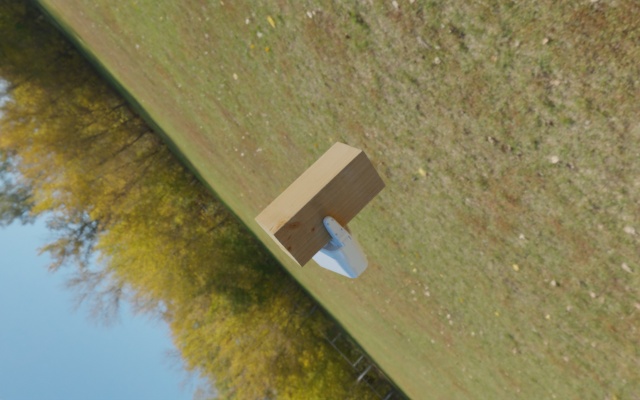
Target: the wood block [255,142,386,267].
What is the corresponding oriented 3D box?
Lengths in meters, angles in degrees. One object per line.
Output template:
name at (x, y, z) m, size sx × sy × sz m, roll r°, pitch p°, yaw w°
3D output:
wood block at (0.000, 0.003, 0.837) m, size 0.090 × 0.206 × 0.090 m, roll 53°, pitch -12°, yaw -32°
